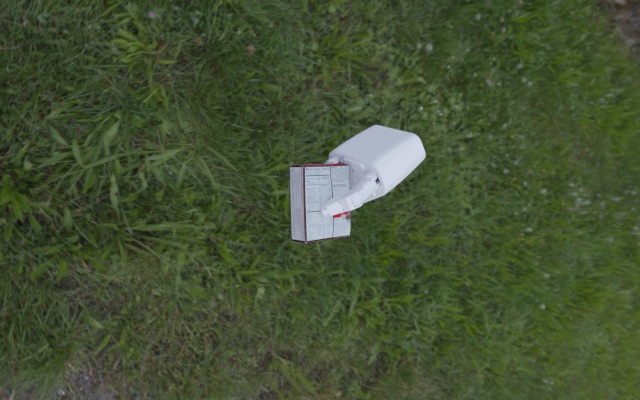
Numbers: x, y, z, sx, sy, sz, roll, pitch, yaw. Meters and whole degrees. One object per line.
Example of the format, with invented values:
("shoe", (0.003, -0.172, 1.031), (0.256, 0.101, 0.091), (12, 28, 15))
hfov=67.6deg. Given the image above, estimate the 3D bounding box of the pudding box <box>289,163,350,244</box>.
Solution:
("pudding box", (0.000, 0.002, 0.701), (0.090, 0.113, 0.039), (-4, 4, -39))
